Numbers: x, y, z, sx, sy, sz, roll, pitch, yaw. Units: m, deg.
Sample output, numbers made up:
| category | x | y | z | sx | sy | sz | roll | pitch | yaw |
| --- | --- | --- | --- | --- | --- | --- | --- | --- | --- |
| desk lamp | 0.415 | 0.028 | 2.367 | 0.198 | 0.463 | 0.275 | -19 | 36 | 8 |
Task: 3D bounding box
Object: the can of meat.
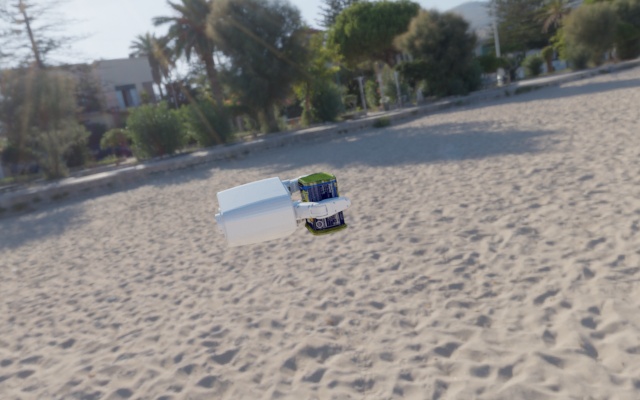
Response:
| category | x | y | z | sx | sy | sz | roll | pitch | yaw |
| --- | --- | --- | --- | --- | --- | --- | --- | --- | --- |
| can of meat | 0.000 | 0.002 | 0.764 | 0.057 | 0.084 | 0.102 | -13 | 10 | -10 |
